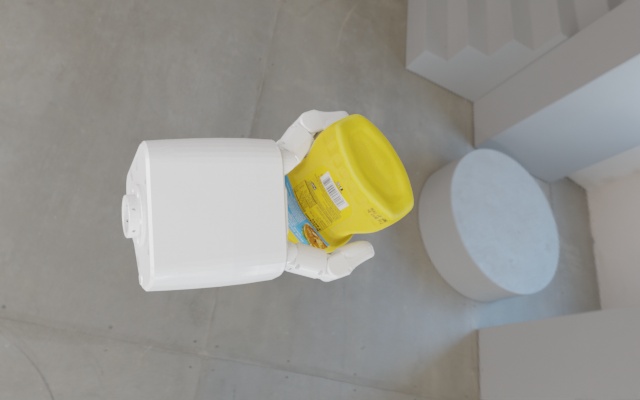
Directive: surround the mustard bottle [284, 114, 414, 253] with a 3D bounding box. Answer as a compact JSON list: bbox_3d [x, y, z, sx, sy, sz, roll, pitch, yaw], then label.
[{"bbox_3d":[0.000,0.001,0.462,0.058,0.096,0.192,-31,-1,-35],"label":"mustard bottle"}]
